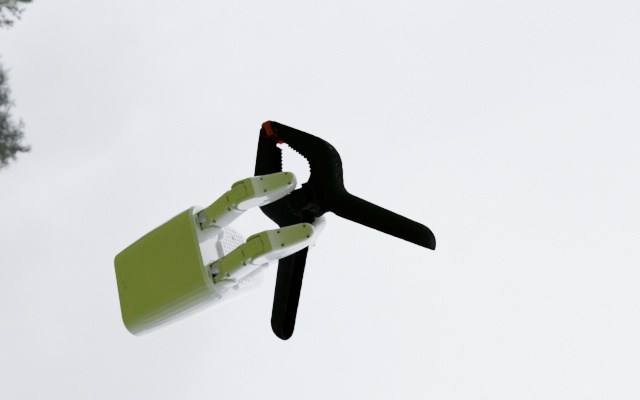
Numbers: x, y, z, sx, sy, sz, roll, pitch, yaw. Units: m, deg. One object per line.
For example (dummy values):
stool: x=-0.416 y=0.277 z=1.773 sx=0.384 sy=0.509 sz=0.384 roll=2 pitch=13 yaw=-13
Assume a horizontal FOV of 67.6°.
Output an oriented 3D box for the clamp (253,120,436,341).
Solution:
clamp: x=0.000 y=0.001 z=0.447 sx=0.164 sy=0.210 sz=0.036 roll=-27 pitch=-27 yaw=15
